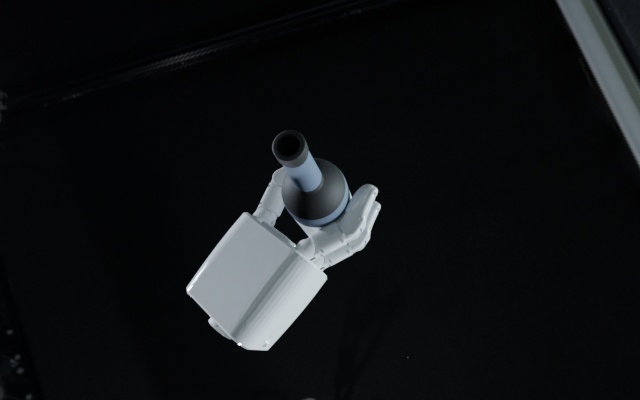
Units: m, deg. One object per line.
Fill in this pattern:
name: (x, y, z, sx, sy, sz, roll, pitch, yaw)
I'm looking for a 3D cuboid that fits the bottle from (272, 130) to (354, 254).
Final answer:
bottle: (0.000, 0.002, 0.514, 0.069, 0.069, 0.296, 0, -18, 10)
